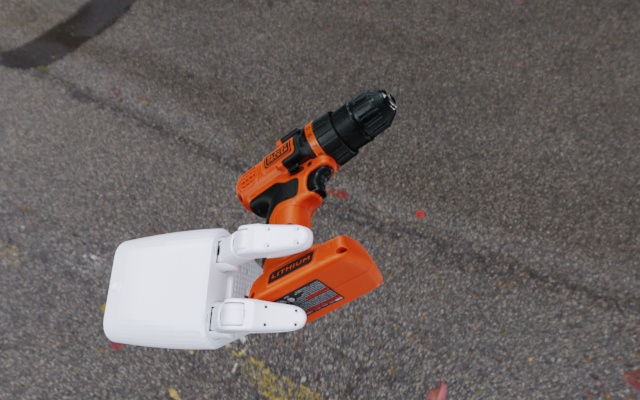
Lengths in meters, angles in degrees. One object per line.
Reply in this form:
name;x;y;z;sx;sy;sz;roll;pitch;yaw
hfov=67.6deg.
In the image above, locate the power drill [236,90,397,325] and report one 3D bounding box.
power drill;0.000;0.002;0.417;0.184;0.187;0.057;-34;-52;24
